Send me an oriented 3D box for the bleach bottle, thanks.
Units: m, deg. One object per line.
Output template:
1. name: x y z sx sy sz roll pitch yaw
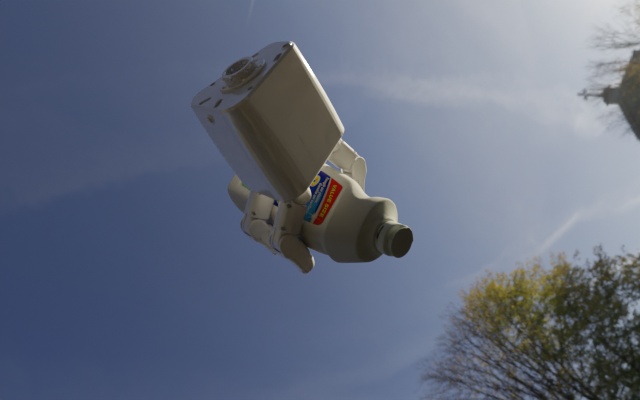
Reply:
1. bleach bottle: 0.000 0.002 0.514 0.250 0.102 0.068 21 -28 49
